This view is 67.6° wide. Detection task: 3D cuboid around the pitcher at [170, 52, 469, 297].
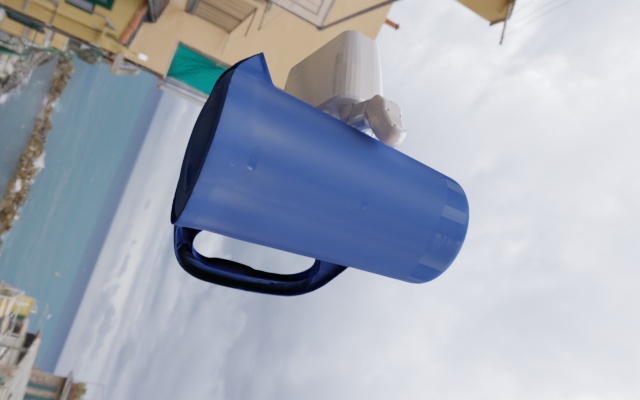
[{"bbox_3d":[0.000,0.001,0.416,0.243,0.145,0.149,20,-38,-22],"label":"pitcher"}]
